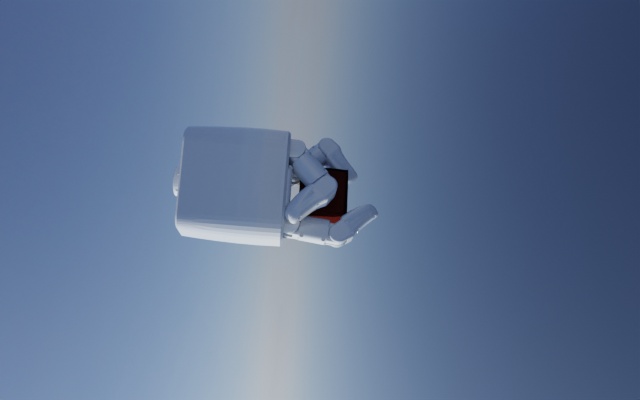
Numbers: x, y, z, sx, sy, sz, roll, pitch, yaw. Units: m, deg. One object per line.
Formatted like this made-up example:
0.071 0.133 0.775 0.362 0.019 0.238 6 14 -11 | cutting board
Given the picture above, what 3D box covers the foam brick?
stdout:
0.000 0.002 0.529 0.051 0.053 0.078 4 -22 -3 | foam brick
